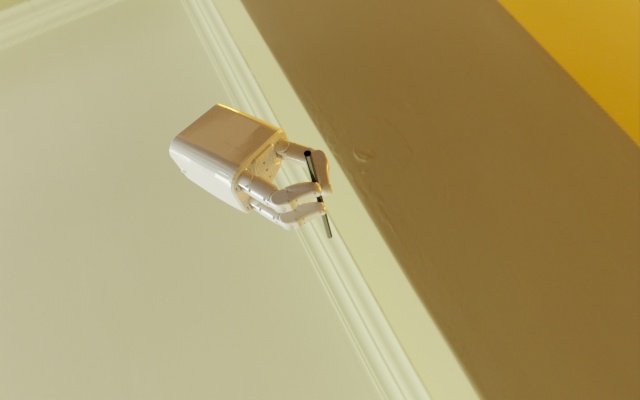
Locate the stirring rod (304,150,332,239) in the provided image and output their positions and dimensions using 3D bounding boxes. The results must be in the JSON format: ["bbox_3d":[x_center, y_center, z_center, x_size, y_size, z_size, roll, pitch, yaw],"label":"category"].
[{"bbox_3d":[0.000,0.002,0.610,0.011,0.011,0.240,0,-25,7],"label":"stirring rod"}]
